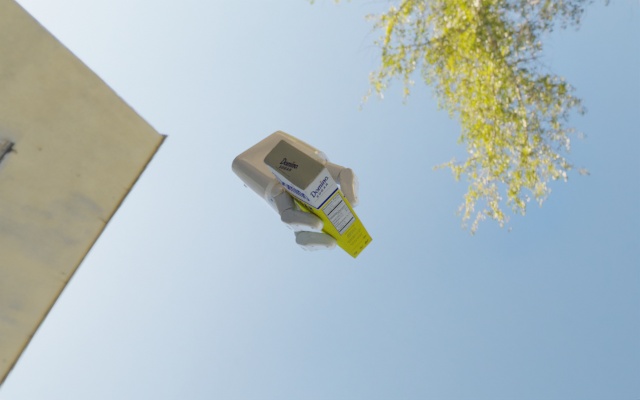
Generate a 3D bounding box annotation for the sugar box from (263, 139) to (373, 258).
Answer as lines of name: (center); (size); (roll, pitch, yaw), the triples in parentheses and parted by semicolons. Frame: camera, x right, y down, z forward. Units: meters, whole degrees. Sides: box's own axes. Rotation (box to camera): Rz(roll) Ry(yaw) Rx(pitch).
sugar box: (0.000, 0.002, 0.640); (0.093, 0.048, 0.176); (35, -10, 42)
